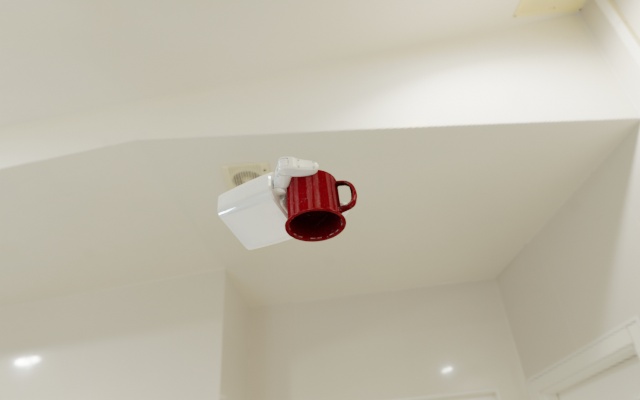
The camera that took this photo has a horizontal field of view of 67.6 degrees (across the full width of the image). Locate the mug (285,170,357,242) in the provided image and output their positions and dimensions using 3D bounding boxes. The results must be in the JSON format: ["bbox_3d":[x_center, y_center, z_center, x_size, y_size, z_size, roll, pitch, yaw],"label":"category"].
[{"bbox_3d":[0.001,0.002,0.737,0.117,0.081,0.093,-19,-37,18],"label":"mug"}]
